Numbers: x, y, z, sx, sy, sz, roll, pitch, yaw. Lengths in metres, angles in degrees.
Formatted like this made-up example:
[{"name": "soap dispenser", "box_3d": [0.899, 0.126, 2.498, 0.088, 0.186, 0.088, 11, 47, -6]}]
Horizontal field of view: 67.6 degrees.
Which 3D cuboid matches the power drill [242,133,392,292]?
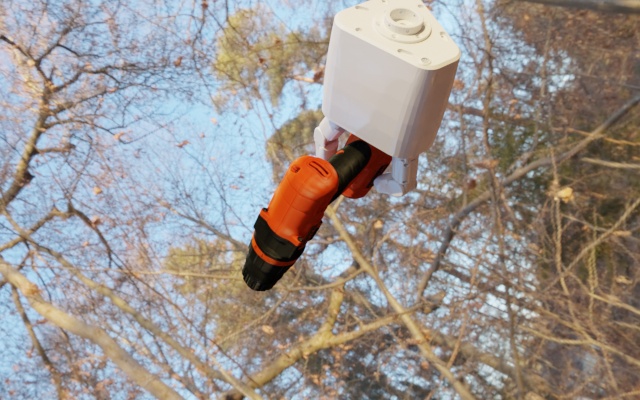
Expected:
[{"name": "power drill", "box_3d": [0.000, 0.001, 0.507, 0.187, 0.057, 0.184, -43, -10, -46]}]
